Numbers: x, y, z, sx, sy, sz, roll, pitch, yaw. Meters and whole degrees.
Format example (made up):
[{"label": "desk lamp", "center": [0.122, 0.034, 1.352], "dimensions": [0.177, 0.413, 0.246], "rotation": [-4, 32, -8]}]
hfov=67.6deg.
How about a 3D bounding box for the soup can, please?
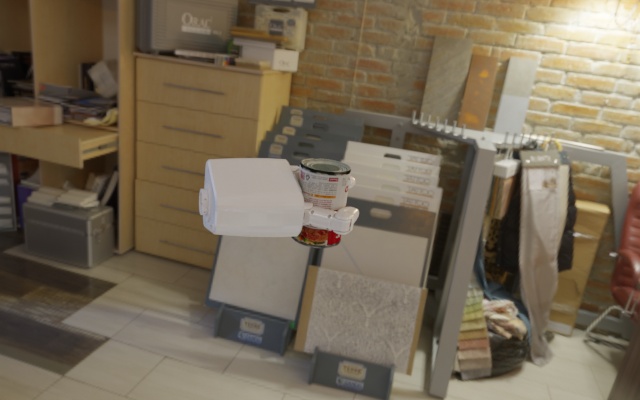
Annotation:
[{"label": "soup can", "center": [0.001, 0.002, 0.624], "dimensions": [0.068, 0.102, 0.068], "rotation": [7, 18, -2]}]
